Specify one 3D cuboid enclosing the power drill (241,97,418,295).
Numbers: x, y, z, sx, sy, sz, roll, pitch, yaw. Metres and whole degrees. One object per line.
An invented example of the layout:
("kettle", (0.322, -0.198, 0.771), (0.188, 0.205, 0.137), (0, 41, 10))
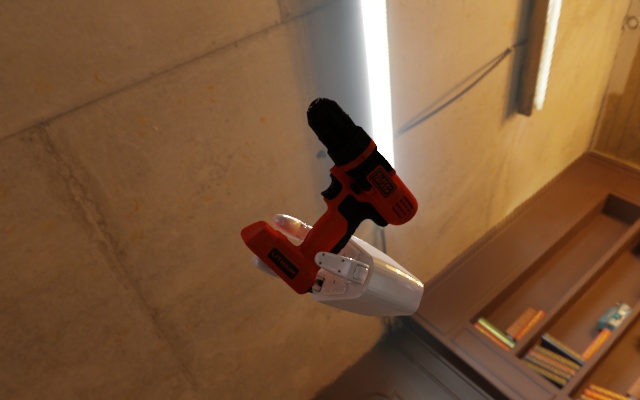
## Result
("power drill", (0.000, 0.002, 0.554), (0.187, 0.184, 0.057), (-42, 18, 0))
